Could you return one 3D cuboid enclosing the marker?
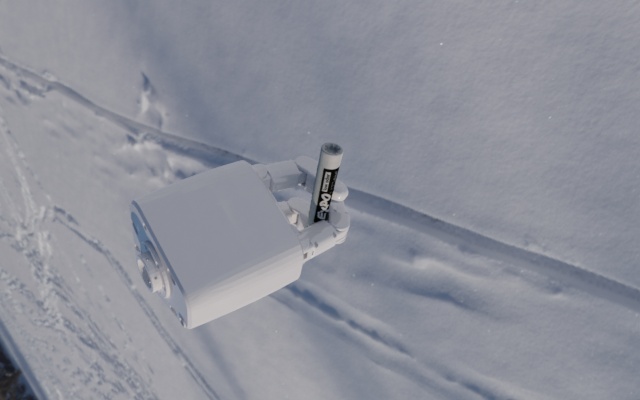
[{"bbox_3d":[0.000,0.001,0.436,0.020,0.121,0.020,7,41,-6],"label":"marker"}]
